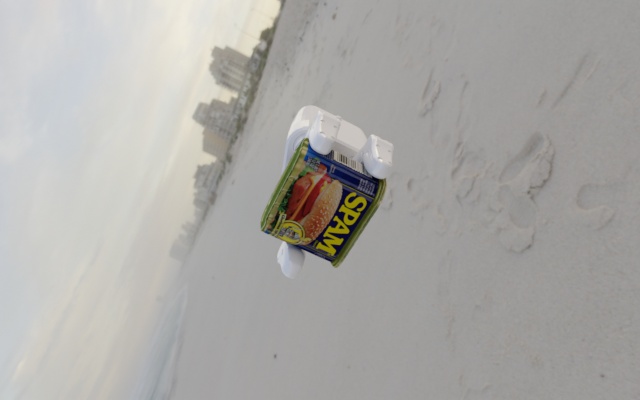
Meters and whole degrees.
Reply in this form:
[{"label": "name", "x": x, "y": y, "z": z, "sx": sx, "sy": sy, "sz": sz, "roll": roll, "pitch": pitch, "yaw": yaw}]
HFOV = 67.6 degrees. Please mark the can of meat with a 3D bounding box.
[{"label": "can of meat", "x": 0.000, "y": 0.001, "z": 0.449, "sx": 0.084, "sy": 0.102, "sz": 0.057, "roll": 25, "pitch": 27, "yaw": -11}]
